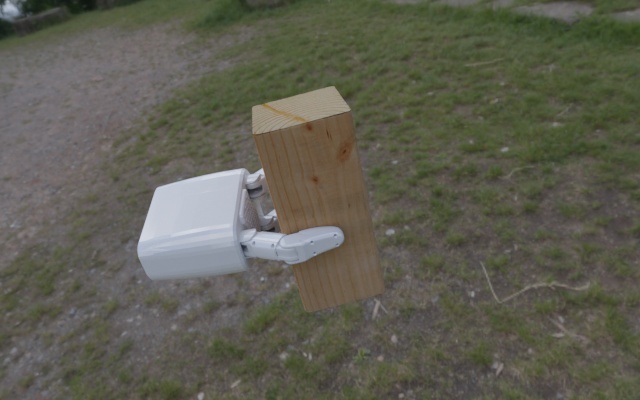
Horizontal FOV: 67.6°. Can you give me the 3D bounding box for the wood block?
[{"bbox_3d":[0.000,0.002,0.497,0.090,0.206,0.090,-14,28,-1],"label":"wood block"}]
